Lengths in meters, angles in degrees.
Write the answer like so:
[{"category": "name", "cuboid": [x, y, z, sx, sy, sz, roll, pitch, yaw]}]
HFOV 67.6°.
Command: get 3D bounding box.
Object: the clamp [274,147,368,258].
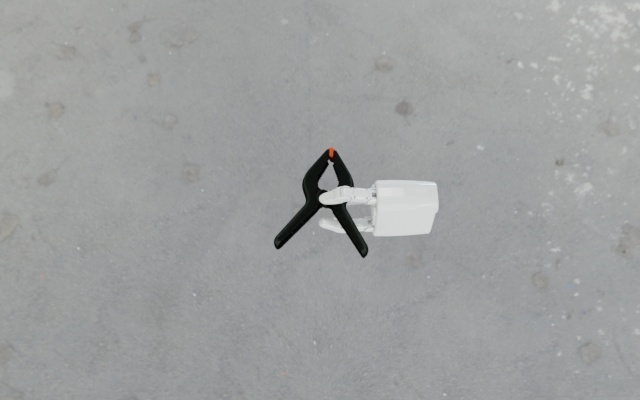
[{"category": "clamp", "cuboid": [0.000, 0.002, 0.862, 0.164, 0.210, 0.036, -1, -22, 0]}]
